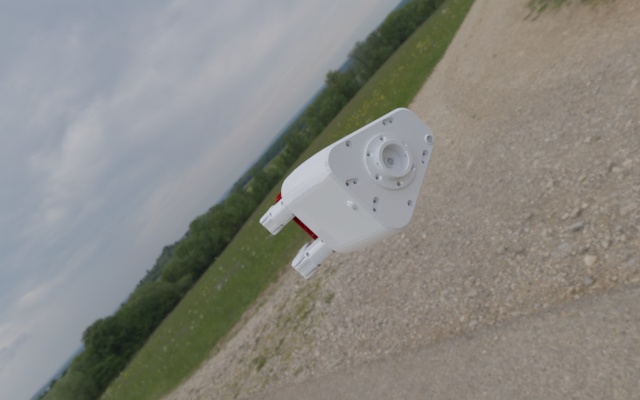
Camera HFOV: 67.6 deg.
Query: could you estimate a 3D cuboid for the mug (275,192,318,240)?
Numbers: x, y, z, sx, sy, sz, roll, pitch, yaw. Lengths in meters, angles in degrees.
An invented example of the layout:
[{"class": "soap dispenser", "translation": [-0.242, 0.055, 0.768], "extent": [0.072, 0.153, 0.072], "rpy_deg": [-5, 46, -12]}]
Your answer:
[{"class": "mug", "translation": [-0.001, 0.002, 0.545], "extent": [0.081, 0.093, 0.117], "rpy_deg": [44, -26, -7]}]
